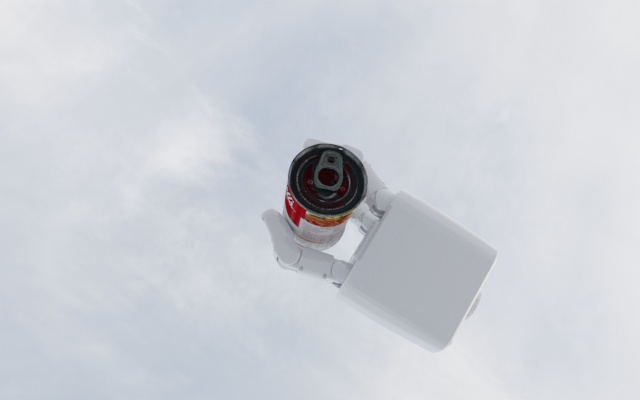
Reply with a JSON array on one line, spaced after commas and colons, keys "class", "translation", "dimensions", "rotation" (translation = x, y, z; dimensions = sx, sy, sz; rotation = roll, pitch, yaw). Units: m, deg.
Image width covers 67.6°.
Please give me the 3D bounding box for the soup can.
[{"class": "soup can", "translation": [0.000, 0.001, 0.443], "dimensions": [0.068, 0.068, 0.102], "rotation": [0, -23, -8]}]
